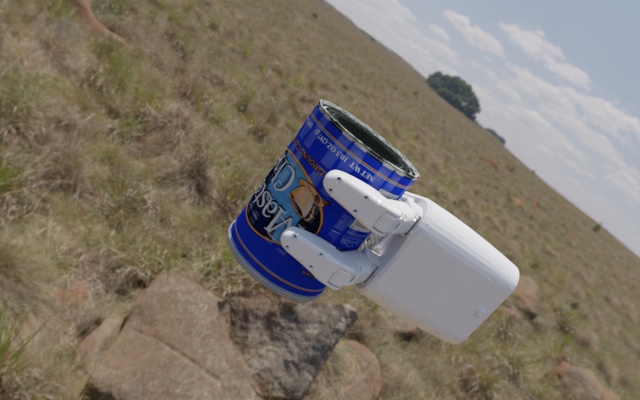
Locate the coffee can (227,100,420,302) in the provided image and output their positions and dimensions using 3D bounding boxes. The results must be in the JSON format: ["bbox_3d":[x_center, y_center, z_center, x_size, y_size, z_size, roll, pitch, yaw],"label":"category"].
[{"bbox_3d":[0.000,0.001,0.410,0.103,0.140,0.102,34,18,-12],"label":"coffee can"}]
